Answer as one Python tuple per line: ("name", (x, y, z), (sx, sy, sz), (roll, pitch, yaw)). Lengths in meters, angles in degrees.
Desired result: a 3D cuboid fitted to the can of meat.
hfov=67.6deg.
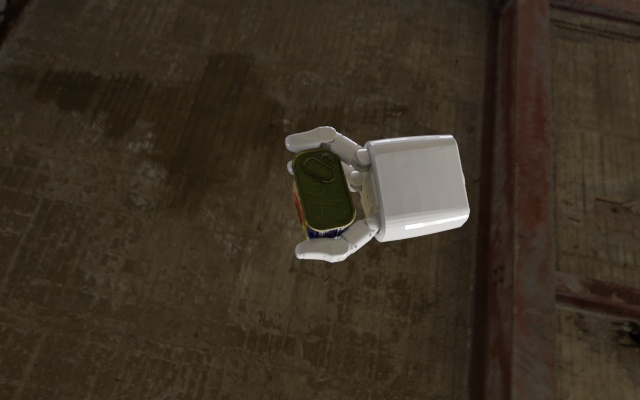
("can of meat", (0.000, 0.002, 0.571), (0.057, 0.102, 0.084), (-11, -23, -9))
